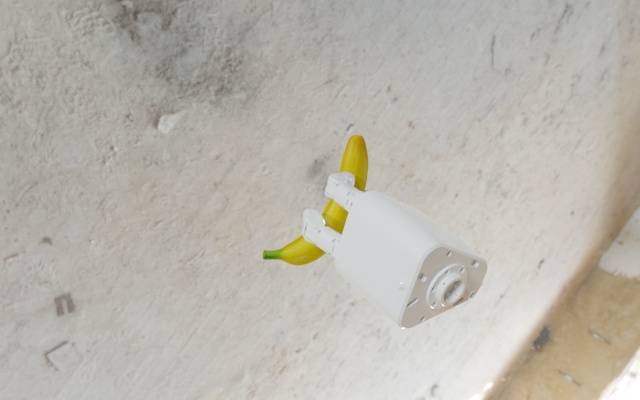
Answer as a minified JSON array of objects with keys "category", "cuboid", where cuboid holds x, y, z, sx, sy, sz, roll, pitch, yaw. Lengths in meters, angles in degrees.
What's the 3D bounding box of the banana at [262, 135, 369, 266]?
[{"category":"banana","cuboid":[0.011,0.013,0.601,0.070,0.198,0.037,32,9,-34]}]
